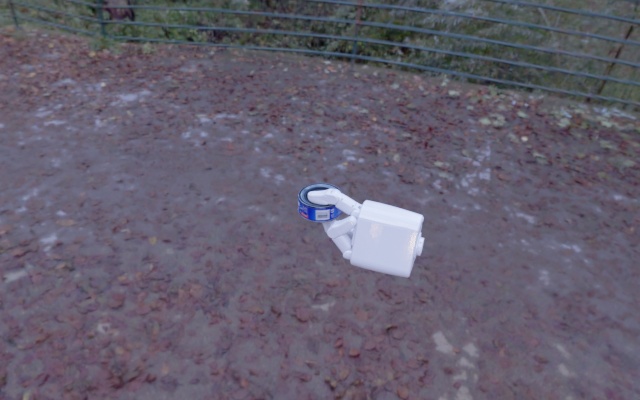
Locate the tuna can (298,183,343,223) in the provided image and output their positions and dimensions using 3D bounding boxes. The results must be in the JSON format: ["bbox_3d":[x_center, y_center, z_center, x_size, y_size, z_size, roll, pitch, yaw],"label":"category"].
[{"bbox_3d":[0.000,0.002,0.889,0.086,0.034,0.086,0,34,0],"label":"tuna can"}]
